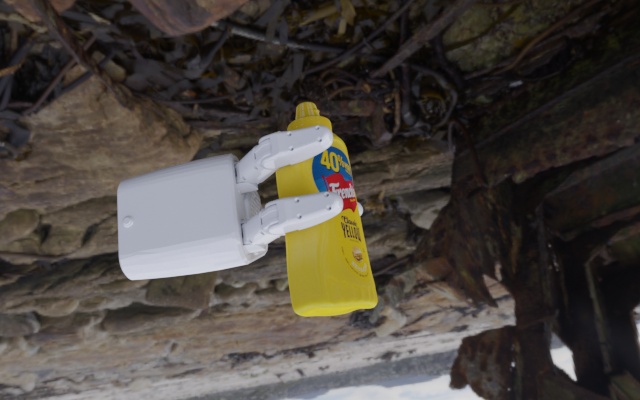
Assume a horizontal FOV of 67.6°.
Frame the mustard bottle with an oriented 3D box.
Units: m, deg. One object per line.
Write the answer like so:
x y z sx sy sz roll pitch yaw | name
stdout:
0.000 0.002 0.420 0.058 0.191 0.096 -19 -20 27 | mustard bottle
